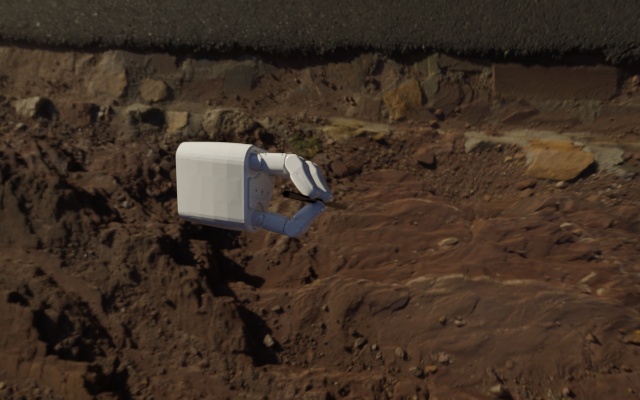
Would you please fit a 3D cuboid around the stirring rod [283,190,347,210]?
[{"bbox_3d":[0.000,0.002,0.623,0.011,0.011,0.239,0,-4,18],"label":"stirring rod"}]
